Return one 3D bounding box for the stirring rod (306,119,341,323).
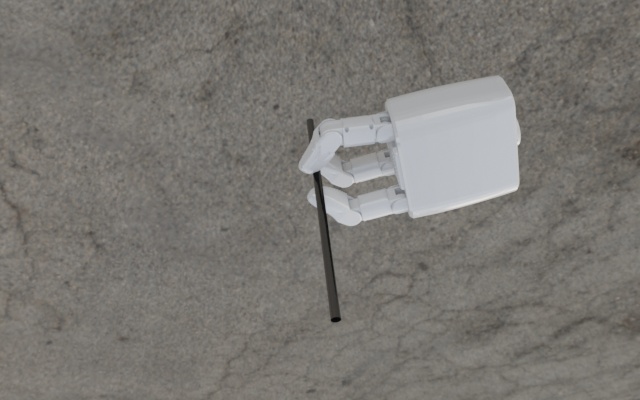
[{"bbox_3d":[0.000,0.001,0.436,0.011,0.239,0.011,-4,-43,-4],"label":"stirring rod"}]
